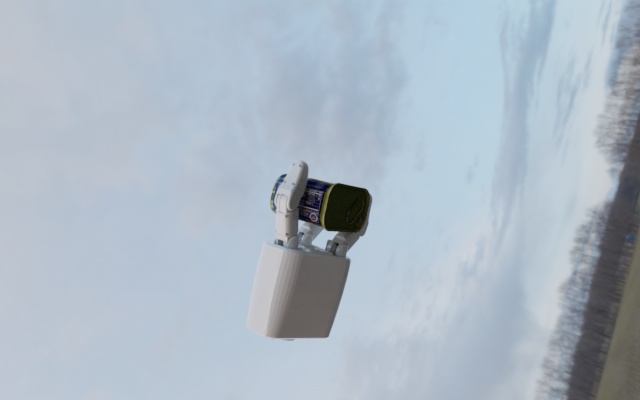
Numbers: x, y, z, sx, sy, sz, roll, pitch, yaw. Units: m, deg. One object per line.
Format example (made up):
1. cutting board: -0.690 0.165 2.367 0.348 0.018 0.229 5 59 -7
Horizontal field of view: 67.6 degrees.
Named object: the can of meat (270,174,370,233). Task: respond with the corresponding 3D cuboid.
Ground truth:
1. can of meat: 0.000 0.002 0.596 0.084 0.057 0.102 14 4 33
